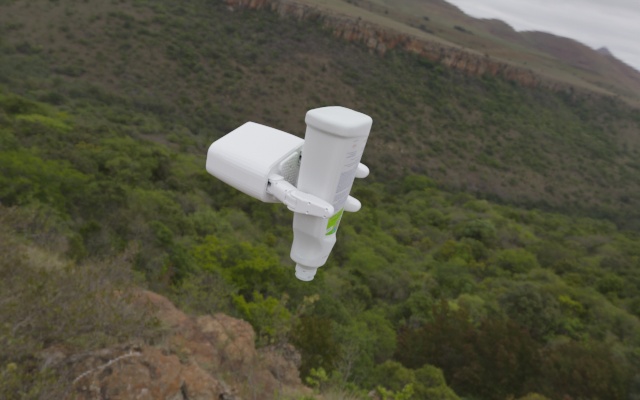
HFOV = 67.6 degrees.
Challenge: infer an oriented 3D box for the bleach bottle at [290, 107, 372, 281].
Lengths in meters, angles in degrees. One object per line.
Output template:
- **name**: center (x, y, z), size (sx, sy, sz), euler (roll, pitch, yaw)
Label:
- **bleach bottle**: center (0.000, 0.002, 0.658), size (0.068, 0.251, 0.102), euler (24, 24, 22)
